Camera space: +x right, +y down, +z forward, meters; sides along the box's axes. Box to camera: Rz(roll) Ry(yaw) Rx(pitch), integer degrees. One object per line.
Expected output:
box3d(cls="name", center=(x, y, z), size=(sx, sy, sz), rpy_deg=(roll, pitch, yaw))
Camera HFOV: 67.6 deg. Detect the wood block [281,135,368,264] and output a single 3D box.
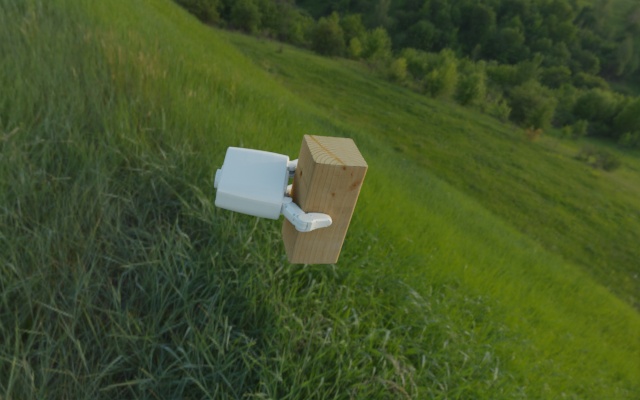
box3d(cls="wood block", center=(0.000, 0.003, 0.818), size=(0.090, 0.206, 0.090), rpy_deg=(3, 36, -18))
